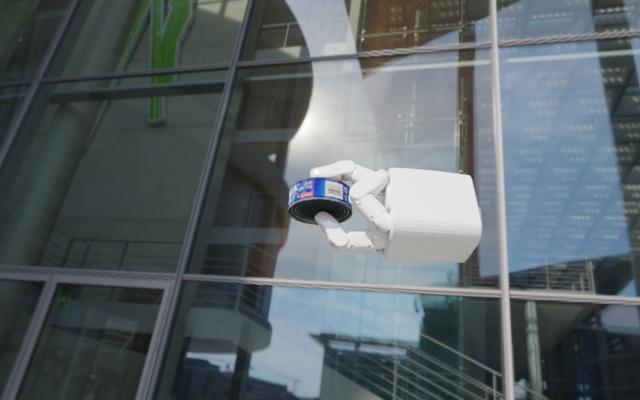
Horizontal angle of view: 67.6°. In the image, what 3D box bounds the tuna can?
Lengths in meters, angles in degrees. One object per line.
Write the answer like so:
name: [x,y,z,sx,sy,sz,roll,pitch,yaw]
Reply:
tuna can: [0.000,0.002,0.640,0.086,0.033,0.086,1,-25,1]
